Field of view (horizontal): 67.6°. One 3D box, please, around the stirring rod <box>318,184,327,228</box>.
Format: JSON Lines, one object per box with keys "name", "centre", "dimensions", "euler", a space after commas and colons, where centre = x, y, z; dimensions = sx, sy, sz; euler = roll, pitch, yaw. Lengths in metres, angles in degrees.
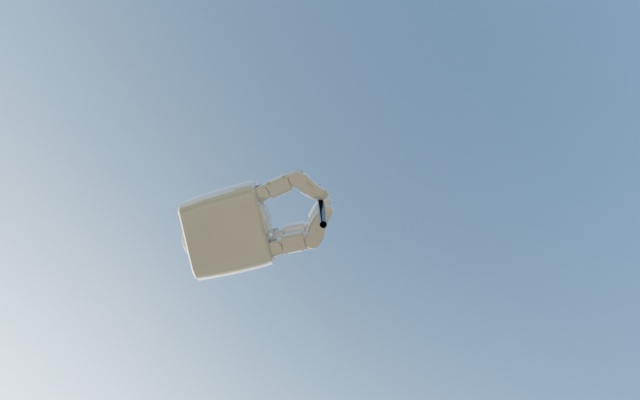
{"name": "stirring rod", "centre": [0.000, 0.002, 0.639], "dimensions": [0.011, 0.011, 0.239], "euler": [0, 12, -1]}
